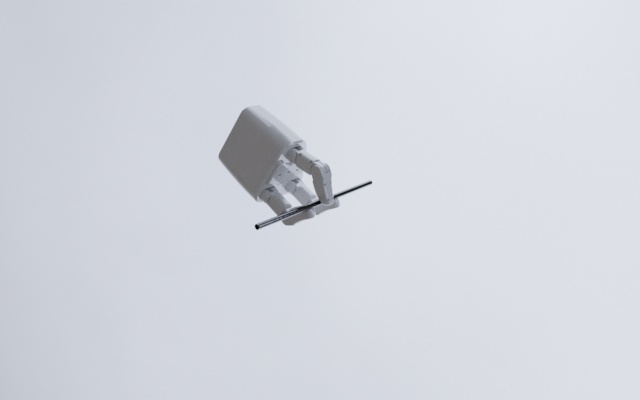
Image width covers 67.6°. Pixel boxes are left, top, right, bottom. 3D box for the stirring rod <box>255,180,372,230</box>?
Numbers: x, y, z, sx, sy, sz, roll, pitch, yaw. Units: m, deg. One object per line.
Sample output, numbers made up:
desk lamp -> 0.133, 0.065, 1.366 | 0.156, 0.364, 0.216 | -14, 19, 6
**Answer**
stirring rod -> 0.000, 0.002, 0.684 | 0.011, 0.011, 0.239 | 0, 15, 44
